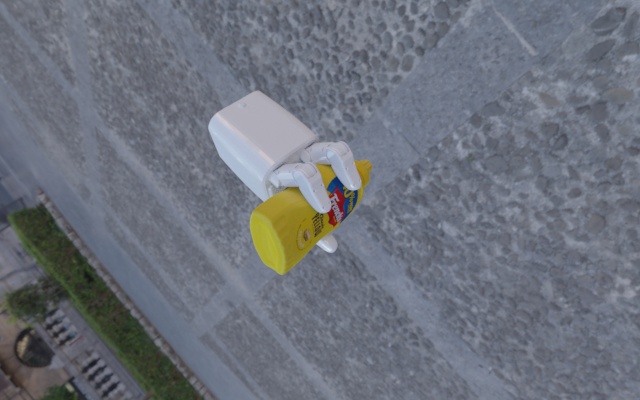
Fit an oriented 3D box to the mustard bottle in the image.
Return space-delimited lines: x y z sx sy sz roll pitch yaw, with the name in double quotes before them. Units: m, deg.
"mustard bottle" 0.000 0.002 0.601 0.058 0.096 0.191 26 50 34
